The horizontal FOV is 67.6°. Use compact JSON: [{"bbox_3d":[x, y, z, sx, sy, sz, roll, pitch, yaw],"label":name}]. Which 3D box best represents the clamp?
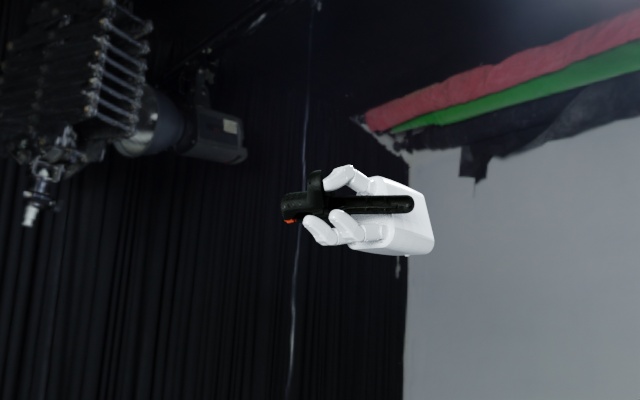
[{"bbox_3d":[0.000,0.002,0.665,0.164,0.036,0.210,17,-19,-39],"label":"clamp"}]
